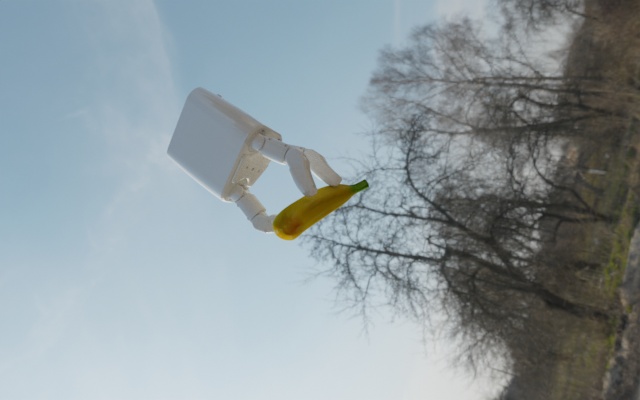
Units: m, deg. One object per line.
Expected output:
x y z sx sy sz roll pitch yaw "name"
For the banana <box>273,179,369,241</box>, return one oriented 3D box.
-0.011 0.010 0.564 0.070 0.037 0.197 -35 -2 33 "banana"
